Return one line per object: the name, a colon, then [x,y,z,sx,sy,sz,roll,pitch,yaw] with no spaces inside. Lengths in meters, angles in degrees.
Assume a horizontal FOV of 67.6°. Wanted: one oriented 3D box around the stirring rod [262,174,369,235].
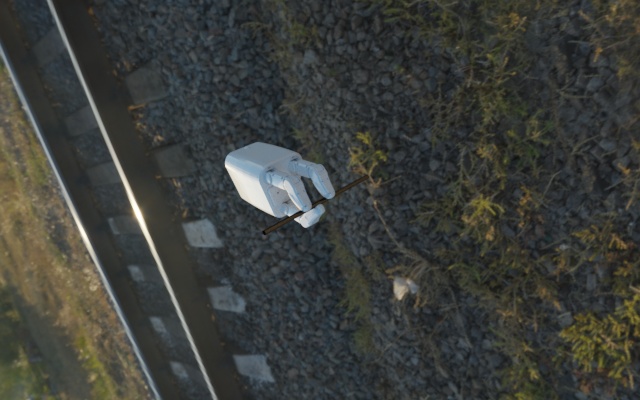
stirring rod: [0.000,0.003,0.783,0.239,0.011,0.011,-29,18,-37]
